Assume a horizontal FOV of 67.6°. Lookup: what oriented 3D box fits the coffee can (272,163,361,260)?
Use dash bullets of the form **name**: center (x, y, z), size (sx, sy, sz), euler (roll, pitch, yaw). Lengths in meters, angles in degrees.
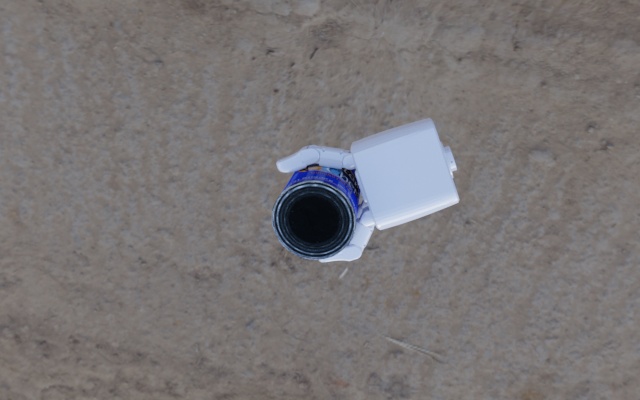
- **coffee can**: center (0.000, 0.002, 0.633), size (0.103, 0.103, 0.140), euler (0, 19, 7)
